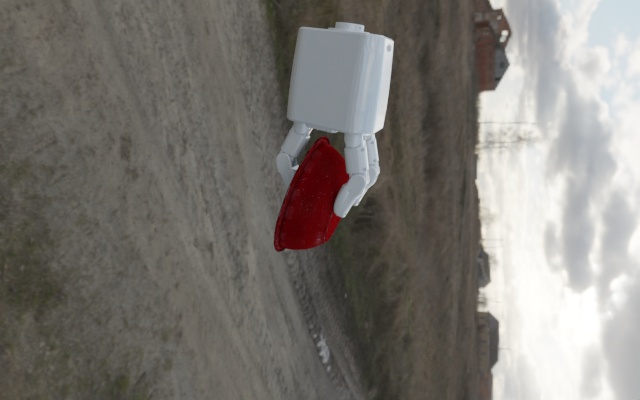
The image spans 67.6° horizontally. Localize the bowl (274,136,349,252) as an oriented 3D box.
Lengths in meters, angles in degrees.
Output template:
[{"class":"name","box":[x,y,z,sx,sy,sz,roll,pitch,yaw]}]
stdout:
[{"class":"bowl","box":[0.000,0.003,0.616,0.055,0.162,0.162,23,4,10]}]
